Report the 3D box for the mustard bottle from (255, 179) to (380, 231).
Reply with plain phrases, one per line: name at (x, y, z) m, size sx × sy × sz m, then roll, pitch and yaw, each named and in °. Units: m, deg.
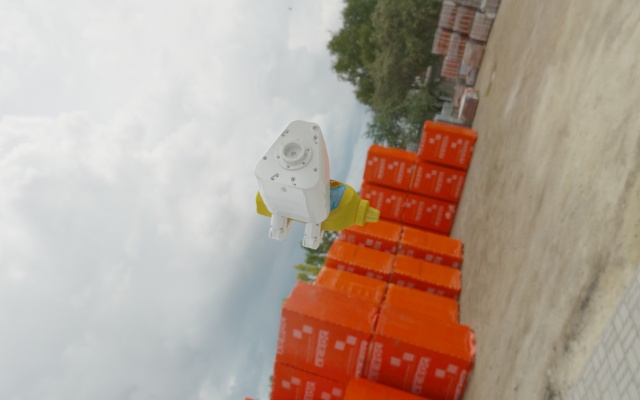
mustard bottle at (0.000, 0.003, 0.766) m, size 0.191 × 0.058 × 0.096 m, roll 14°, pitch 41°, yaw 12°
